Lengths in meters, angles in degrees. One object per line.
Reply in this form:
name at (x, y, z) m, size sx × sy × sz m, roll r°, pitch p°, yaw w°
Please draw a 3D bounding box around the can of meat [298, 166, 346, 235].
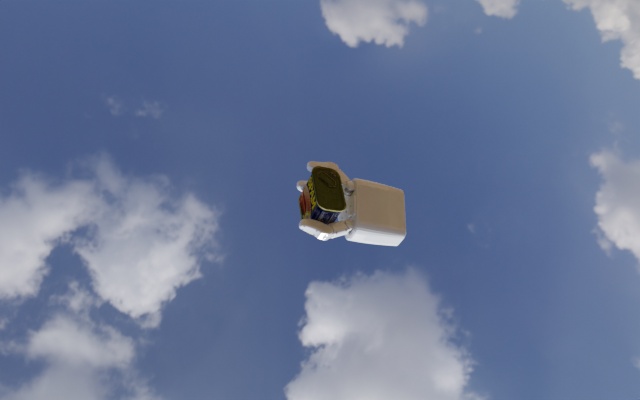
can of meat at (0.000, 0.003, 0.880) m, size 0.057 × 0.102 × 0.084 m, roll 8°, pitch -41°, yaw -22°
